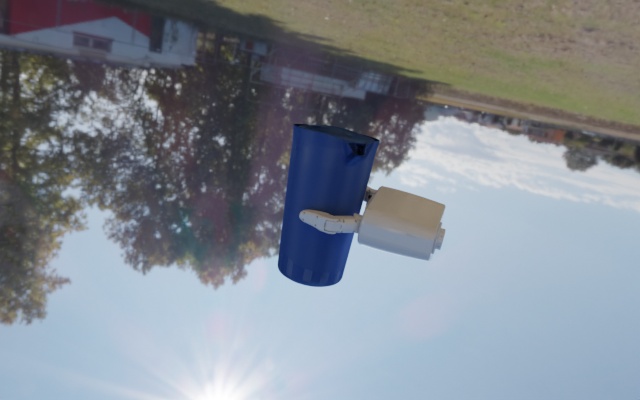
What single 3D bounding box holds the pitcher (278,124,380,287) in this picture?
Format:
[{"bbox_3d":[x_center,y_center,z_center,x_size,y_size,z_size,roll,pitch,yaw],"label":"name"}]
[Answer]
[{"bbox_3d":[0.000,0.003,0.758,0.145,0.243,0.149,15,14,17],"label":"pitcher"}]
